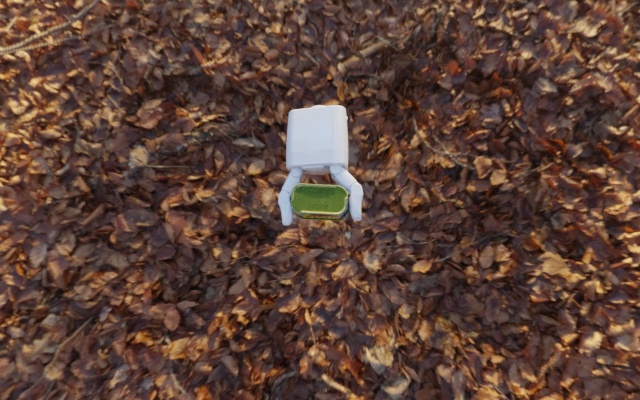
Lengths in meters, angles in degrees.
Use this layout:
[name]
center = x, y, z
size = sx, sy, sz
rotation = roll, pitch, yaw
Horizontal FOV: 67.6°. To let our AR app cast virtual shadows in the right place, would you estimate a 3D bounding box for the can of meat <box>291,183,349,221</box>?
[can of meat]
center = 0.000, 0.003, 0.839
size = 0.102, 0.057, 0.084
rotation = 3, -7, 4
